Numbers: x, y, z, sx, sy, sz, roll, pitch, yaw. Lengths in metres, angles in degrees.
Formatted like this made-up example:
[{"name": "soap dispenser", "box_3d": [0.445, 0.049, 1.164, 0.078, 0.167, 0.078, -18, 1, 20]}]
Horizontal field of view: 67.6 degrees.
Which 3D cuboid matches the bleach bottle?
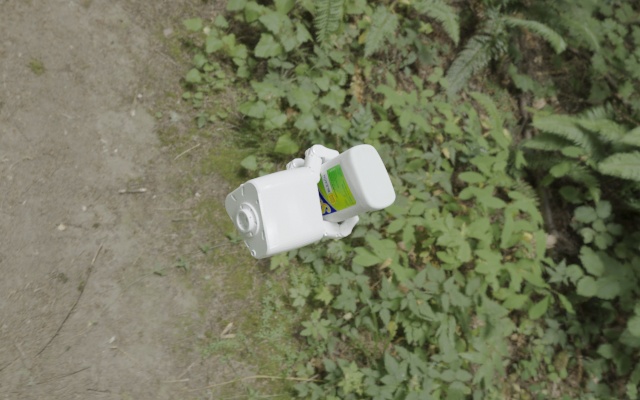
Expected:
[{"name": "bleach bottle", "box_3d": [0.000, 0.002, 0.777, 0.068, 0.102, 0.251, -15, -9, -43]}]
